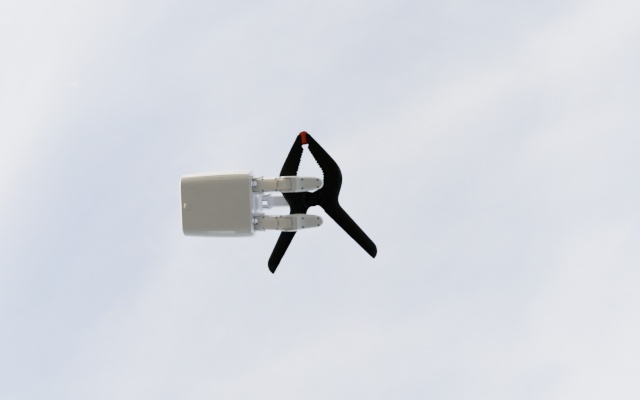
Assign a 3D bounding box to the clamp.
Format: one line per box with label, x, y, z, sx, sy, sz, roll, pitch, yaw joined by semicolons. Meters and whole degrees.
clamp;0.000;0.002;0.711;0.164;0.210;0.036;-2;2;-1
